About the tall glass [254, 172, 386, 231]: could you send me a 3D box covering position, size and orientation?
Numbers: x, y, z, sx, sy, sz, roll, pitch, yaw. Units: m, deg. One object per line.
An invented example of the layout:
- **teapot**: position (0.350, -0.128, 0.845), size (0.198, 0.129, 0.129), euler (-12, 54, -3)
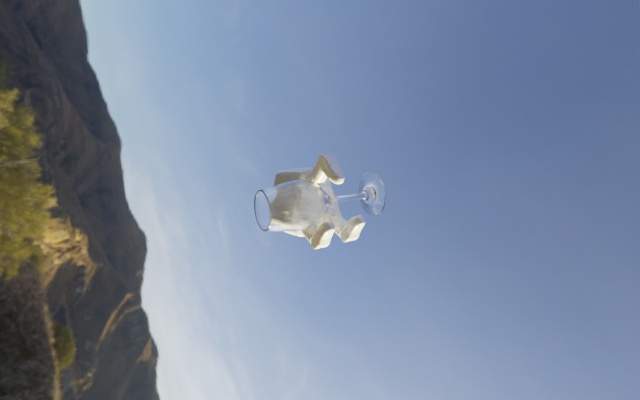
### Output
- **tall glass**: position (0.001, 0.002, 0.748), size (0.201, 0.079, 0.079), euler (-8, 4, -30)
